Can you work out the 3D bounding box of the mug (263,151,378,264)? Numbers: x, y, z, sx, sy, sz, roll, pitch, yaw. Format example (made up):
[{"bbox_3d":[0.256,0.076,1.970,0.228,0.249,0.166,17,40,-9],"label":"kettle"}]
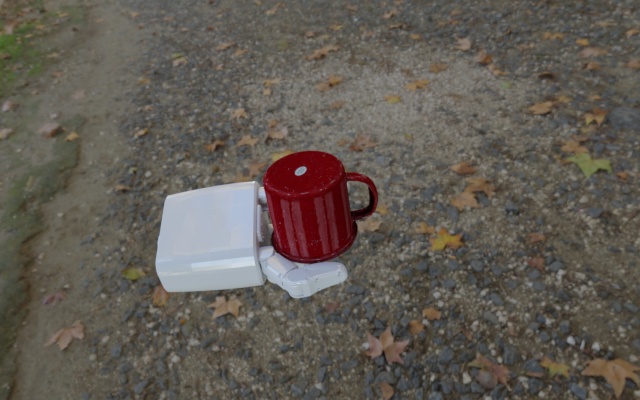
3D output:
[{"bbox_3d":[0.001,0.001,0.484,0.117,0.082,0.093,-7,37,3],"label":"mug"}]
